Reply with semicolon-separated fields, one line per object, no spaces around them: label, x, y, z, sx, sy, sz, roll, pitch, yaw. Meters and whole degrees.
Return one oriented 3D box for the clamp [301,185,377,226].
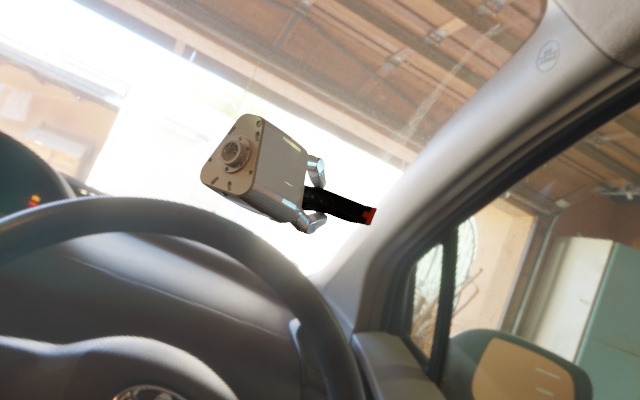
clamp;0.001;0.002;0.740;0.210;0.036;0.165;18;-8;33
